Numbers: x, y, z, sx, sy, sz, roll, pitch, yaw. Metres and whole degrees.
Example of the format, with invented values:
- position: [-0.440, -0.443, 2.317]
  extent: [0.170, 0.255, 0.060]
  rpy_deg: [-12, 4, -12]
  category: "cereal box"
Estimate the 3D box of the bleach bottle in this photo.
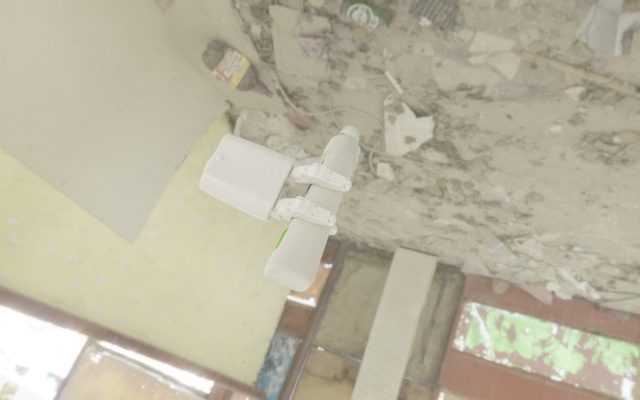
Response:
- position: [0.000, 0.002, 0.699]
  extent: [0.068, 0.250, 0.103]
  rpy_deg: [25, -22, -3]
  category: "bleach bottle"
